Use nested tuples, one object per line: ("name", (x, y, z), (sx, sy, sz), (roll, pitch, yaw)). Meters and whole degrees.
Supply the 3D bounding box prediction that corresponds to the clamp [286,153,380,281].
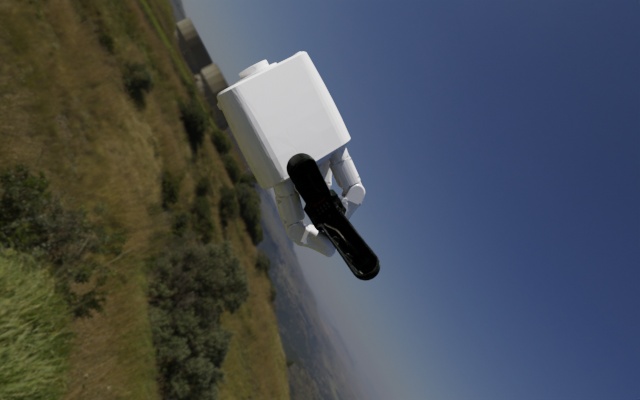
("clamp", (0.001, 0.001, 0.456), (0.039, 0.120, 0.171), (-28, 15, -6))
